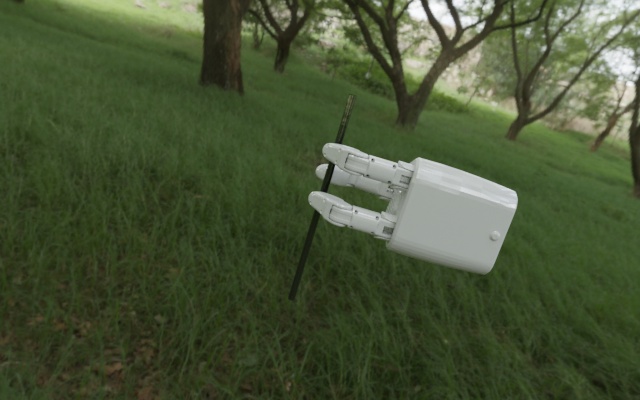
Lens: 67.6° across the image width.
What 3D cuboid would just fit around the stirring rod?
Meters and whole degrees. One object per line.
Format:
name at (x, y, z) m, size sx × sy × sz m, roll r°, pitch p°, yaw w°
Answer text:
stirring rod at (0.000, 0.002, 0.526) m, size 0.011 × 0.239 × 0.011 m, roll 16°, pitch 13°, yaw -4°
